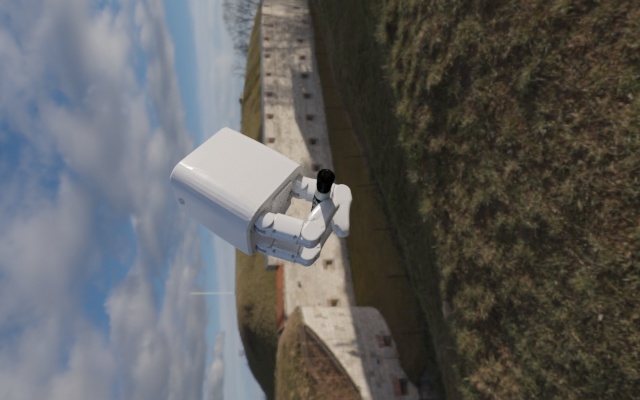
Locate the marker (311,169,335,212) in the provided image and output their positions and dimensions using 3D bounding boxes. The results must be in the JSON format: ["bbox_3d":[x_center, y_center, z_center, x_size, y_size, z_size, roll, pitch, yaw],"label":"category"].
[{"bbox_3d":[0.000,0.002,0.531,0.020,0.020,0.121,0,-28,-6],"label":"marker"}]
